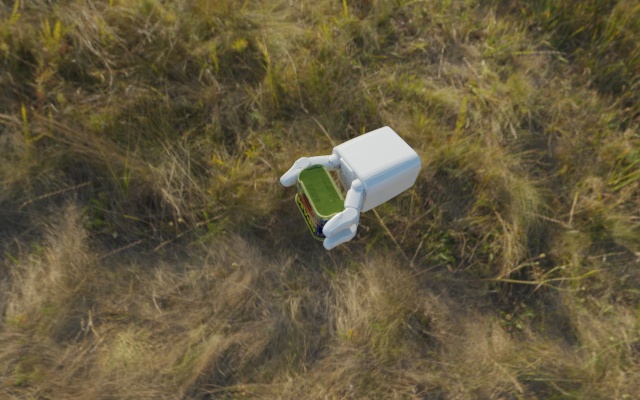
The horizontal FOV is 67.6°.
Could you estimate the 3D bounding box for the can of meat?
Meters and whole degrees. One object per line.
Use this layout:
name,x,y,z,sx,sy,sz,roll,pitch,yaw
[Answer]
can of meat,0.000,0.002,0.775,0.057,0.102,0.084,-22,-23,-13
